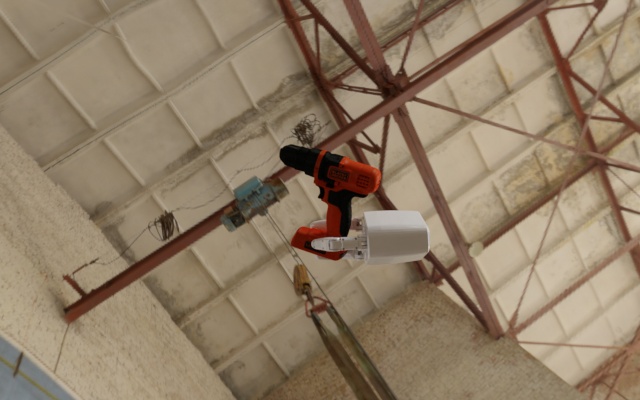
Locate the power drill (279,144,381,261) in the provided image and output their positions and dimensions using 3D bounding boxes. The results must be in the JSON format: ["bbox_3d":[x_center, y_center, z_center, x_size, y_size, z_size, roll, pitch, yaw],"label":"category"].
[{"bbox_3d":[0.000,0.003,0.855,0.184,0.188,0.057,18,24,13],"label":"power drill"}]
